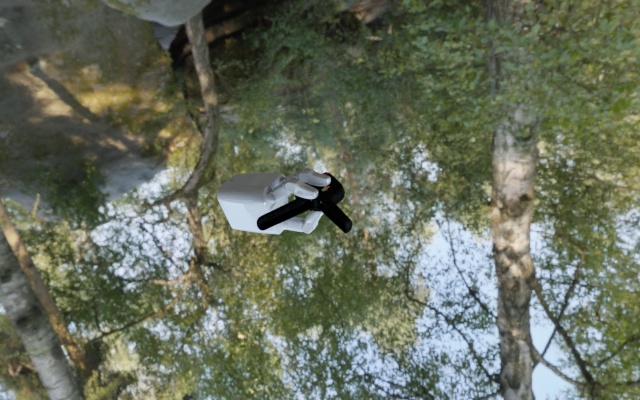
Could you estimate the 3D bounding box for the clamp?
[{"bbox_3d":[0.000,0.003,0.868,0.164,0.036,0.210,5,28,20],"label":"clamp"}]
